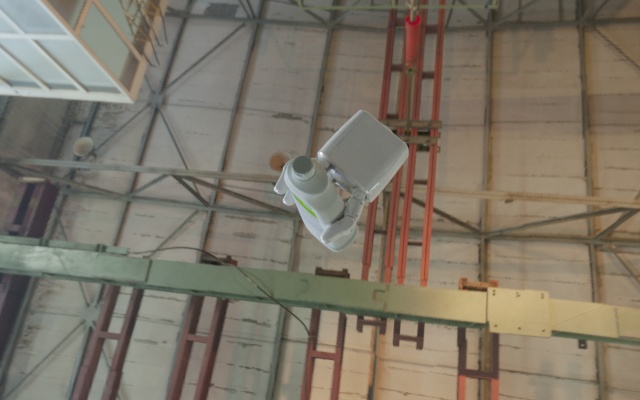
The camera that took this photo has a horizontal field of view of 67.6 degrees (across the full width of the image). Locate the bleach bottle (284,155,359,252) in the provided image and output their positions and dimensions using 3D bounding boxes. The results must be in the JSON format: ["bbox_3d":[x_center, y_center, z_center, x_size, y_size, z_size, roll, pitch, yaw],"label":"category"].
[{"bbox_3d":[0.000,0.002,0.761,0.102,0.068,0.251,38,-11,21],"label":"bleach bottle"}]
